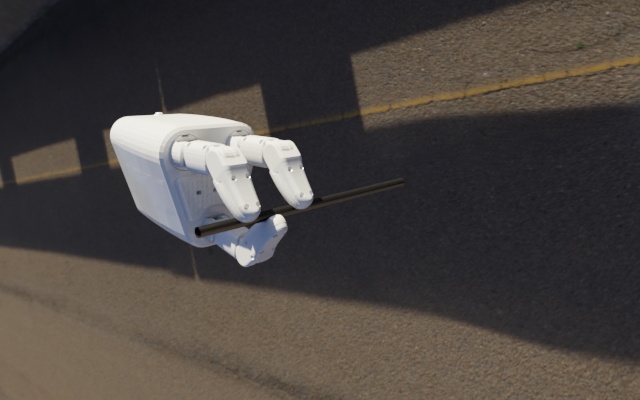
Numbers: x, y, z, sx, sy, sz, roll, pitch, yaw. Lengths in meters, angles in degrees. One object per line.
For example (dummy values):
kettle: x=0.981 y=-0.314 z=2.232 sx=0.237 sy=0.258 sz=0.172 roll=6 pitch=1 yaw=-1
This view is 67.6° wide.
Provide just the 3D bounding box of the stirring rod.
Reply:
stirring rod: x=0.000 y=0.001 z=0.409 sx=0.011 sy=0.011 sz=0.239 roll=0 pitch=10 yaw=45
